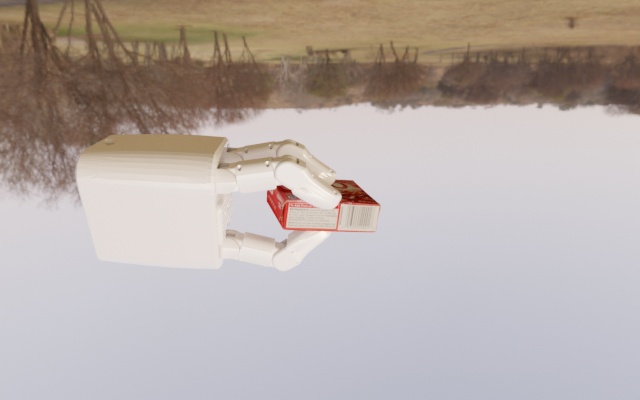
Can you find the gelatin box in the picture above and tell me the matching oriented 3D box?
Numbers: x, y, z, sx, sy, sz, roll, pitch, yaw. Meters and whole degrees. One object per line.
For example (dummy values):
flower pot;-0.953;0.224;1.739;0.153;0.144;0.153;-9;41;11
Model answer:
gelatin box;0.000;0.002;0.438;0.089;0.030;0.073;3;18;-18
